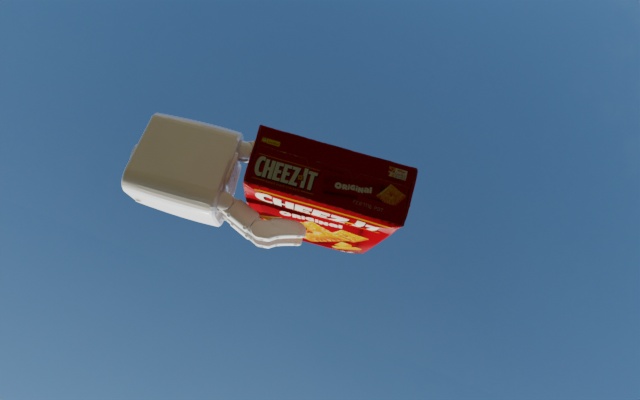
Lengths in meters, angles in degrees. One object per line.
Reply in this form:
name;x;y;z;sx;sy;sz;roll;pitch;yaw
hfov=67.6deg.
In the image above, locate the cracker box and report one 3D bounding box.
cracker box;0.000;0.002;0.561;0.164;0.072;0.214;15;-14;-2
